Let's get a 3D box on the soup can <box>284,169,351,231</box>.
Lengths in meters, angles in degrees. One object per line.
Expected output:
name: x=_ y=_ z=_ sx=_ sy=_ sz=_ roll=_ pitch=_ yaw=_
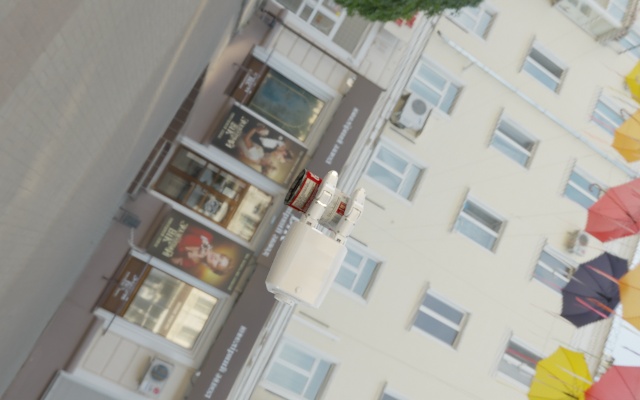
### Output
soup can: x=0.001 y=0.002 z=0.789 sx=0.102 sy=0.068 sz=0.068 roll=31 pitch=-8 yaw=-13
